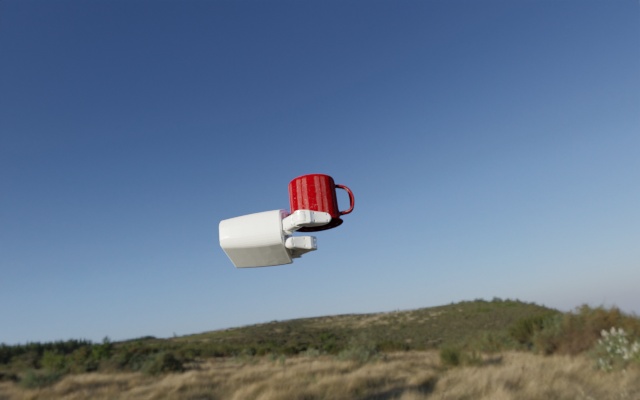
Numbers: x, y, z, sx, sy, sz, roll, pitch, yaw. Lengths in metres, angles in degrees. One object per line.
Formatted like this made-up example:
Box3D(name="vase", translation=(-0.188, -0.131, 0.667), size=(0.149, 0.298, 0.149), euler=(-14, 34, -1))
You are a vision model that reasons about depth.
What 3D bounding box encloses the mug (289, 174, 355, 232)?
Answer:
Box3D(name="mug", translation=(0.002, 0.002, 0.825), size=(0.117, 0.081, 0.093), euler=(-8, -17, 3))
